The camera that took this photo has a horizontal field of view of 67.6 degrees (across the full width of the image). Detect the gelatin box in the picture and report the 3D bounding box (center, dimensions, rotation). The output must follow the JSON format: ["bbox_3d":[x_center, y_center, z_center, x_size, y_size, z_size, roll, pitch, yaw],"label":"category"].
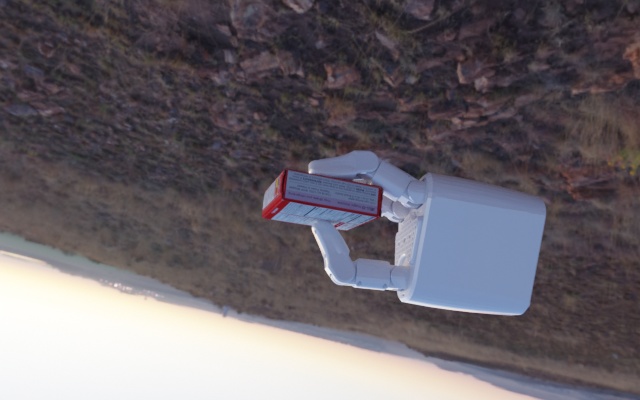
[{"bbox_3d":[0.000,0.002,0.420,0.089,0.030,0.073,9,-16,-17],"label":"gelatin box"}]
